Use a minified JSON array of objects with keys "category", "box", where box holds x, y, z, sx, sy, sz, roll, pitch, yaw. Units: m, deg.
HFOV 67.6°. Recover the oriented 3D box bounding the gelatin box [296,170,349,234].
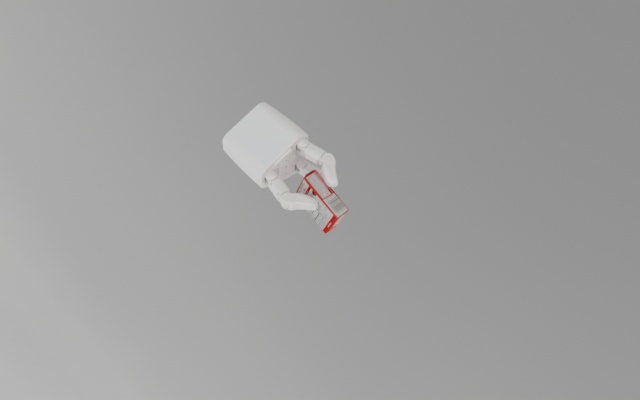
[{"category":"gelatin box","box":[0.000,0.003,0.793,0.030,0.089,0.073,-34,-11,-27]}]
